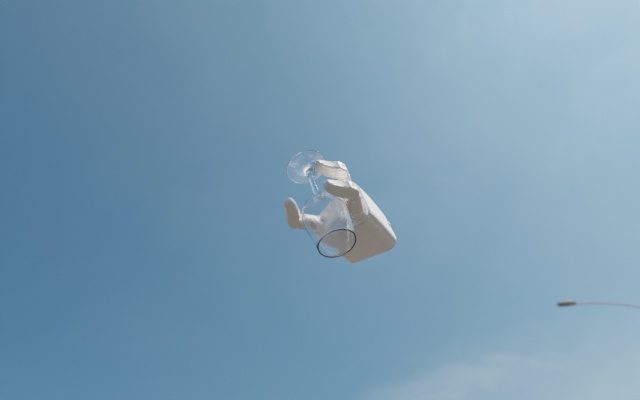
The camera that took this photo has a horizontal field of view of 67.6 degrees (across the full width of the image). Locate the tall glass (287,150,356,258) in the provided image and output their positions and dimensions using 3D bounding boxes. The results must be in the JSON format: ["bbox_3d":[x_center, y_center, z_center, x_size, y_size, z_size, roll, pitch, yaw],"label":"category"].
[{"bbox_3d":[0.000,0.002,0.795,0.079,0.079,0.201,0,39,-19],"label":"tall glass"}]
